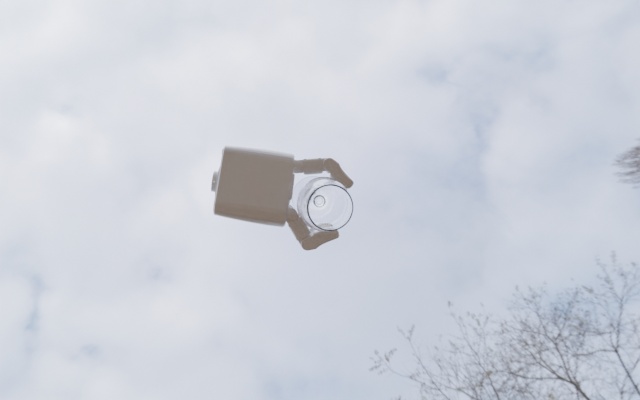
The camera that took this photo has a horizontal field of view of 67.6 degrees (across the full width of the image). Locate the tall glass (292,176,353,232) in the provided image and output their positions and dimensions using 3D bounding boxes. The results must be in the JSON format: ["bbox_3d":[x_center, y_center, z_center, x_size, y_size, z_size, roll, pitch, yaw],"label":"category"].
[{"bbox_3d":[0.000,0.002,0.720,0.079,0.079,0.201,0,4,-8],"label":"tall glass"}]
